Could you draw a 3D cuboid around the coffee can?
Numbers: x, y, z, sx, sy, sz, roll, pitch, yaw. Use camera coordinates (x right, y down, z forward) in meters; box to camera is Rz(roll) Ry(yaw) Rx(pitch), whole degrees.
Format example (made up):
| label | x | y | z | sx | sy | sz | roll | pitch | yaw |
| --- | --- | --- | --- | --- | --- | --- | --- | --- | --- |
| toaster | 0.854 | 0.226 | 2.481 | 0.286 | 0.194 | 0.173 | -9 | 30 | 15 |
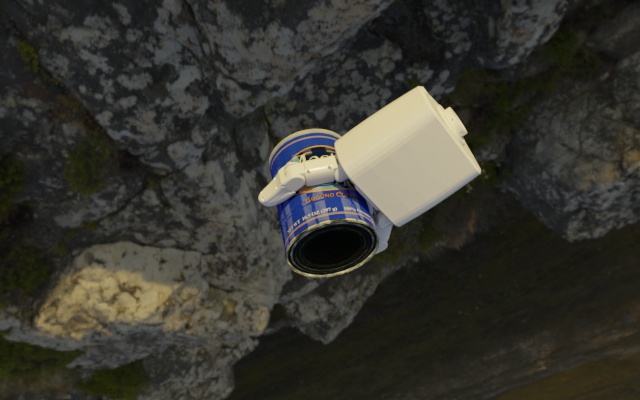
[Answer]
| label | x | y | z | sx | sy | sz | roll | pitch | yaw |
| --- | --- | --- | --- | --- | --- | --- | --- | --- | --- |
| coffee can | 0.000 | 0.002 | 0.549 | 0.103 | 0.140 | 0.103 | -9 | -40 | -7 |
